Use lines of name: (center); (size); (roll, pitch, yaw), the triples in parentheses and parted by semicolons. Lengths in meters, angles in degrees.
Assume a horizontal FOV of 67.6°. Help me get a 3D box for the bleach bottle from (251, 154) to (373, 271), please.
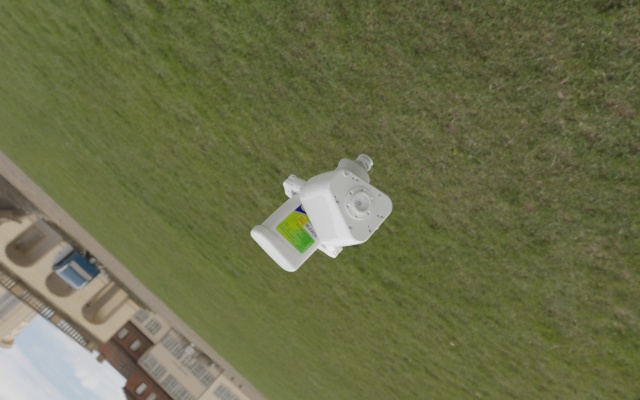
bleach bottle: (0.000, 0.003, 0.839); (0.250, 0.102, 0.068); (-47, 13, -21)
